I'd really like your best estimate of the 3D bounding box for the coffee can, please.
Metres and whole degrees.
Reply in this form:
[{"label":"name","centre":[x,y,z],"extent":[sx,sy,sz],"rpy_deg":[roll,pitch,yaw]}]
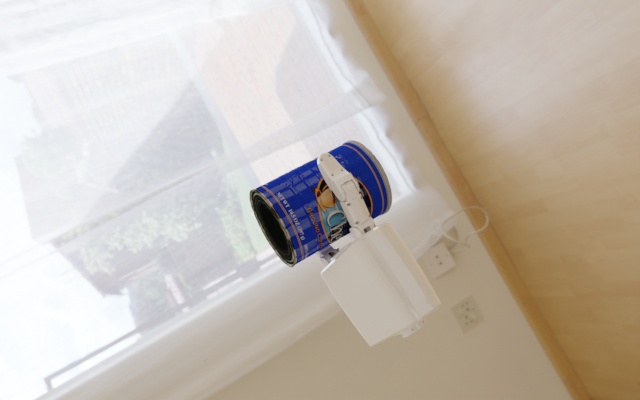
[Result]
[{"label":"coffee can","centre":[0.000,0.002,0.577],"extent":[0.140,0.103,0.103],"rpy_deg":[-28,10,-20]}]
